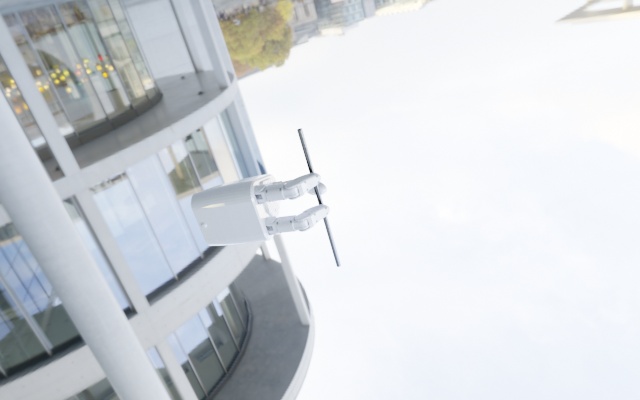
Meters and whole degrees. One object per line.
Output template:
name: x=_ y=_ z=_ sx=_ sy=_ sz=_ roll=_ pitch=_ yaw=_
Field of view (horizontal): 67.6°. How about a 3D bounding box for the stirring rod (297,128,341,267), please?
stirring rod: x=0.000 y=0.002 z=0.738 sx=0.011 sy=0.240 sz=0.011 roll=-13 pitch=25 yaw=6
